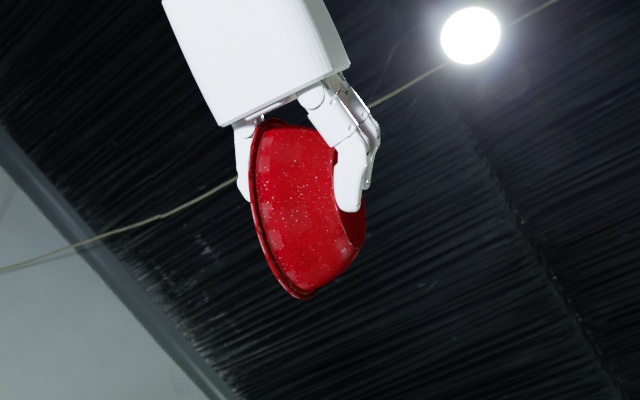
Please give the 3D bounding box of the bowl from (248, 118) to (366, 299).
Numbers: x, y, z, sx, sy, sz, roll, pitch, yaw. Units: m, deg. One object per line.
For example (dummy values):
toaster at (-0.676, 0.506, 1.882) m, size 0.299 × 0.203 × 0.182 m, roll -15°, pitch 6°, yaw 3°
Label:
bowl at (0.001, 0.002, 0.415) m, size 0.055 × 0.162 × 0.162 m, roll -11°, pitch -4°, yaw 19°
